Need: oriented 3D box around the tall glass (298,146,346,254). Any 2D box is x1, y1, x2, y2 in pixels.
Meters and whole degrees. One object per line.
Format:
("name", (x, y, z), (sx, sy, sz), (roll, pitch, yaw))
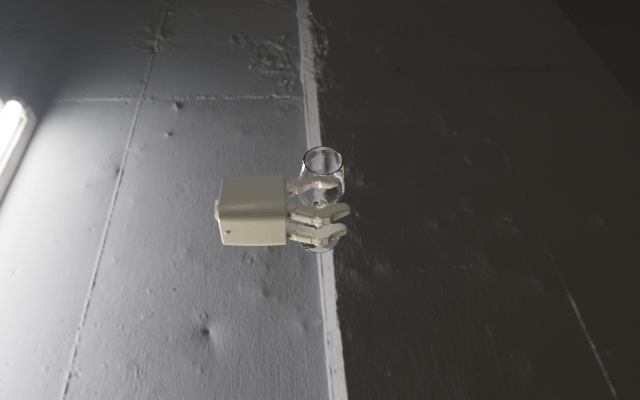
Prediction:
("tall glass", (0.000, 0.003, 0.803), (0.079, 0.079, 0.201), (0, -40, -3))
